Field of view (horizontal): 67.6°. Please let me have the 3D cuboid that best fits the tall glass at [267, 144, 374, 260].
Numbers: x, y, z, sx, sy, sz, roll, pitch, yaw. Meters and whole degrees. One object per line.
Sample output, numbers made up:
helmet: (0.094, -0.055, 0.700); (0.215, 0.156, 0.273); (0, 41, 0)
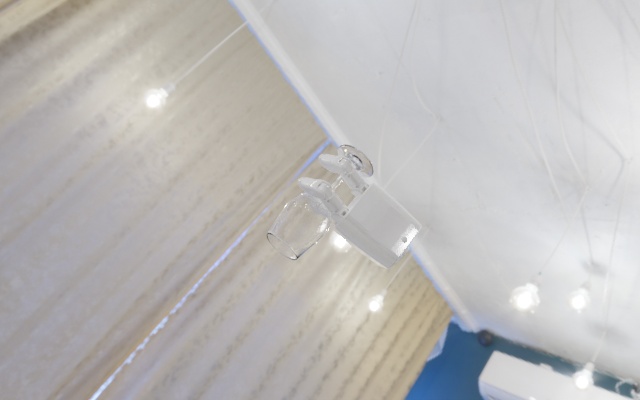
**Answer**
tall glass: (0.000, 0.002, 0.774); (0.201, 0.079, 0.079); (-49, 23, -22)
